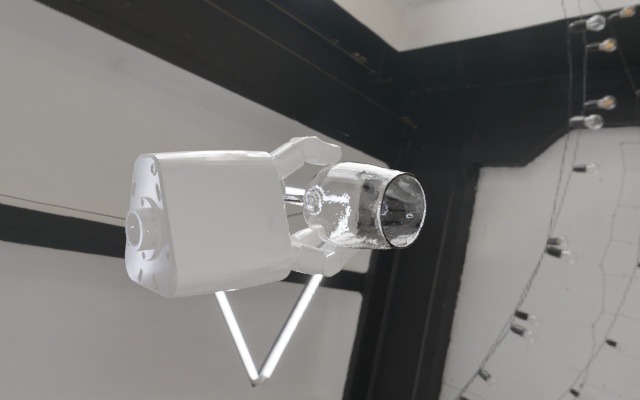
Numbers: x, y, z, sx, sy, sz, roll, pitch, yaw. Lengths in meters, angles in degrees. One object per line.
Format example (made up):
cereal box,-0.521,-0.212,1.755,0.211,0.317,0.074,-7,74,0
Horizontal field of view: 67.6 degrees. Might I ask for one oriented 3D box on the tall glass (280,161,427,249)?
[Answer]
tall glass,0.000,0.001,0.456,0.079,0.079,0.201,0,4,-43
